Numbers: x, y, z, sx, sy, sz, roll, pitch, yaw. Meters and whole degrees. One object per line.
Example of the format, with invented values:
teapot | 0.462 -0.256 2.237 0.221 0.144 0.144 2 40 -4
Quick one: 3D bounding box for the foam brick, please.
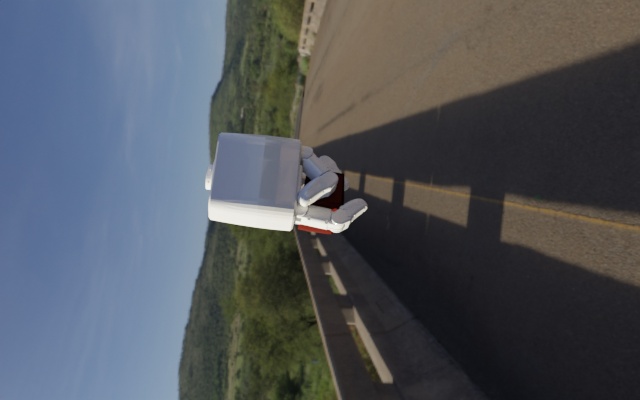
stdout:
foam brick | 0.000 0.002 0.648 0.051 0.053 0.078 7 -36 -6
